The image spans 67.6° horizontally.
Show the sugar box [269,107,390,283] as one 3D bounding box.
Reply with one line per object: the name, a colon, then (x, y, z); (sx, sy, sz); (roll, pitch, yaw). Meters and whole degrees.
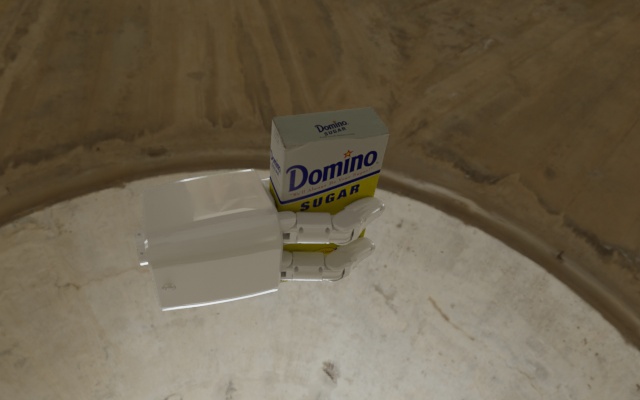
sugar box: (0.000, 0.002, 0.446); (0.093, 0.048, 0.176); (-10, -42, -17)
